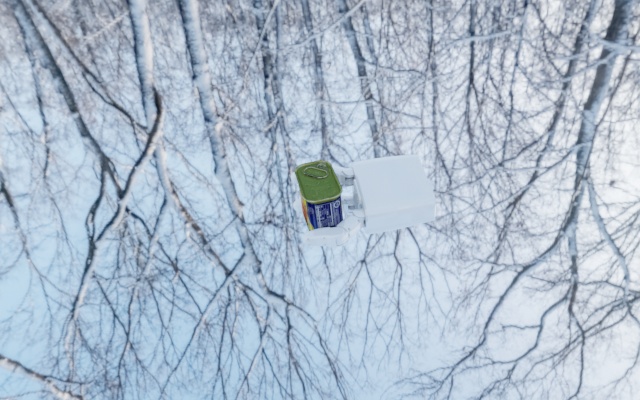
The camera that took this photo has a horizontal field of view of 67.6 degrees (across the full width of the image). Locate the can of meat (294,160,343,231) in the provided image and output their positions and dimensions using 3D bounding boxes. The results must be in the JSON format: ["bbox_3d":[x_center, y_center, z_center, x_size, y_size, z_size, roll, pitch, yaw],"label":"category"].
[{"bbox_3d":[0.000,0.003,0.714,0.057,0.084,0.102,-13,37,-6],"label":"can of meat"}]
